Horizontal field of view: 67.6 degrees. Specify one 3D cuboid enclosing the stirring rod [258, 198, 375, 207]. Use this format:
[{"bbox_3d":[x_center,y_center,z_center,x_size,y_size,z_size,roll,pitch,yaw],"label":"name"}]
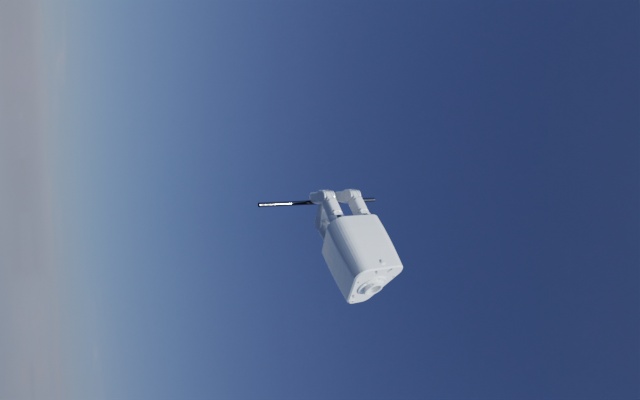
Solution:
[{"bbox_3d":[0.000,0.003,0.854,0.239,0.011,0.011,-3,1,-32],"label":"stirring rod"}]
